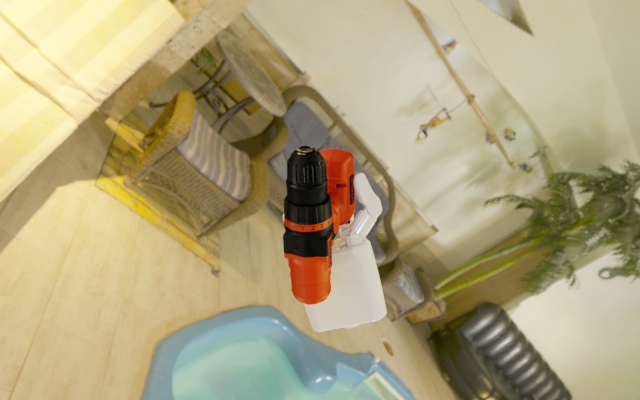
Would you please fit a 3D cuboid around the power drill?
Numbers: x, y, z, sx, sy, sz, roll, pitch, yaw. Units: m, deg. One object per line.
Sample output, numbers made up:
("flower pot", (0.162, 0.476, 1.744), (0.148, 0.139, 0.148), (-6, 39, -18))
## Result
("power drill", (0.000, 0.002, 0.575), (0.057, 0.184, 0.187), (6, 26, 12))
